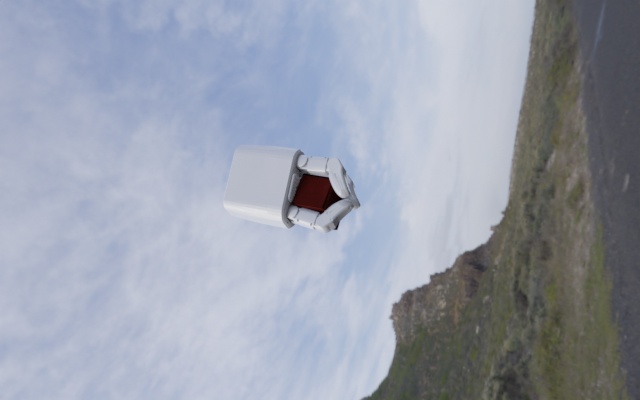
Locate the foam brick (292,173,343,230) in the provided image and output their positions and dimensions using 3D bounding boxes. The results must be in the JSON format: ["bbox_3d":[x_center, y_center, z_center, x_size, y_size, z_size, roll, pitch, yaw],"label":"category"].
[{"bbox_3d":[0.000,0.003,0.720,0.051,0.053,0.078,9,-25,22],"label":"foam brick"}]
